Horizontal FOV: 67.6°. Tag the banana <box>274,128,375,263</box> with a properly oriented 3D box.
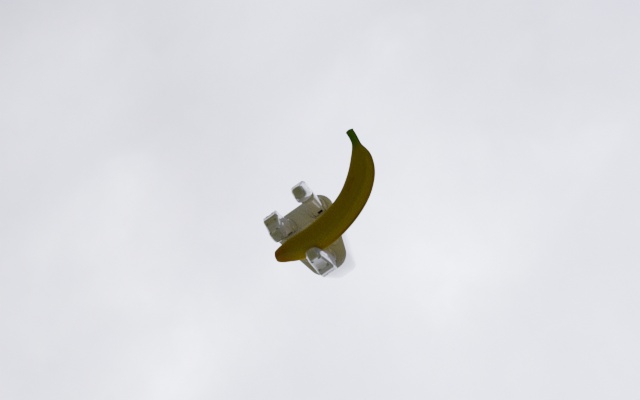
[{"bbox_3d":[0.017,0.008,0.618,0.069,0.198,0.037,31,-1,17],"label":"banana"}]
